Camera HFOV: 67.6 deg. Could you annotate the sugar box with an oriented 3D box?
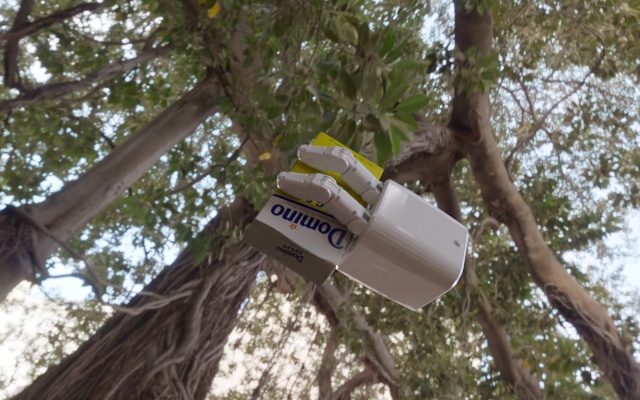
[{"bbox_3d":[0.000,0.001,0.526,0.093,0.048,0.176,30,41,0],"label":"sugar box"}]
